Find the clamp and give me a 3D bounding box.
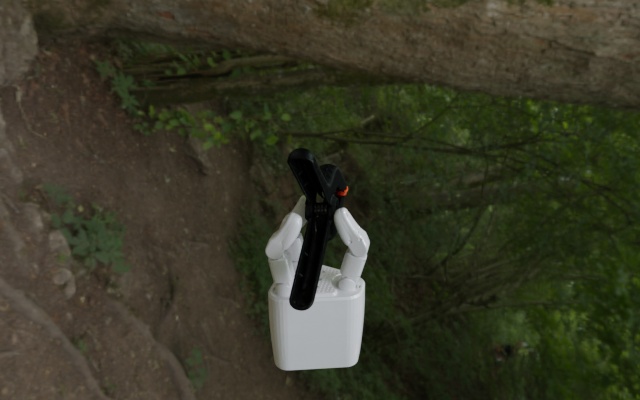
[{"bbox_3d":[0.001,0.002,0.545,0.036,0.165,0.210,5,22,12],"label":"clamp"}]
